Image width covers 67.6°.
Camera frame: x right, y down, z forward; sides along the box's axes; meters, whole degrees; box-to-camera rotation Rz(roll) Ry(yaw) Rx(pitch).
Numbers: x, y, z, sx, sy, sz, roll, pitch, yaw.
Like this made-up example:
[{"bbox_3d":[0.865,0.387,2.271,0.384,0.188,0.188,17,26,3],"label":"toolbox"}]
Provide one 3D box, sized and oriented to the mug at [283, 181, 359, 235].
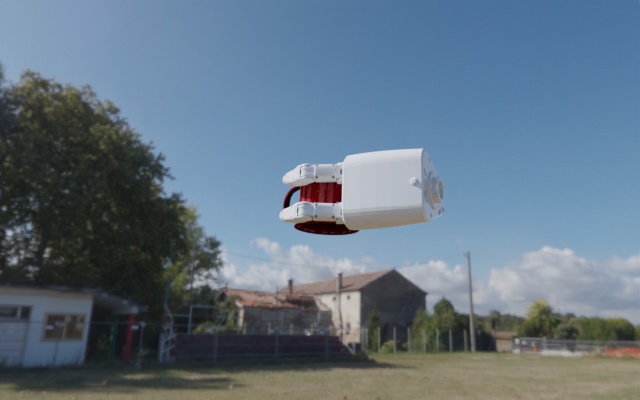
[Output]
[{"bbox_3d":[-0.001,0.002,0.687,0.117,0.081,0.093,-4,-16,26],"label":"mug"}]
